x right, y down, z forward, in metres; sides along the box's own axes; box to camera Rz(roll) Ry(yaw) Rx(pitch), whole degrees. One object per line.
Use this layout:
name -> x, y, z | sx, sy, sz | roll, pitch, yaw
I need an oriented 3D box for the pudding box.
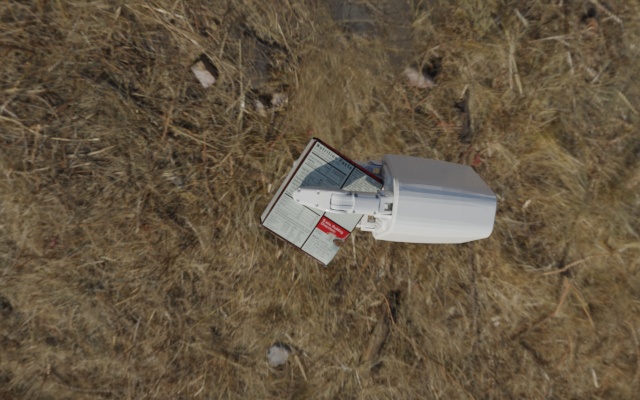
pudding box -> 0.000, 0.002, 0.516 | 0.090, 0.113, 0.039 | 33, 3, -9
